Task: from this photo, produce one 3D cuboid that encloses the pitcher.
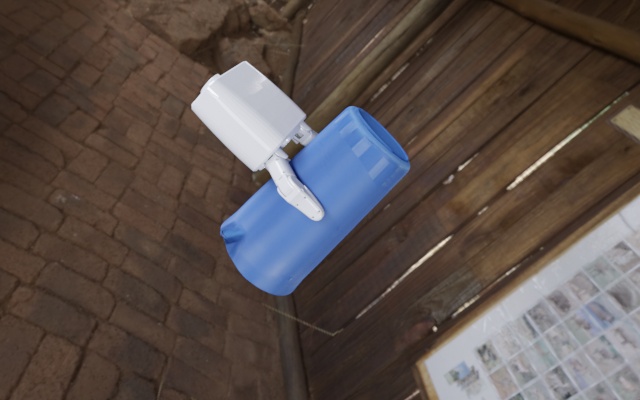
[{"bbox_3d":[0.000,0.002,0.623,0.243,0.145,0.149,-44,8,19],"label":"pitcher"}]
